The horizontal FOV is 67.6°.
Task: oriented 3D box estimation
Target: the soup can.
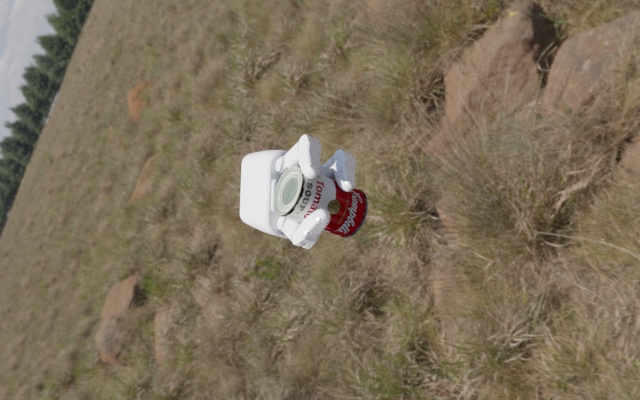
[{"bbox_3d":[0.000,0.002,0.607,0.102,0.068,0.068,20,-11,-31],"label":"soup can"}]
